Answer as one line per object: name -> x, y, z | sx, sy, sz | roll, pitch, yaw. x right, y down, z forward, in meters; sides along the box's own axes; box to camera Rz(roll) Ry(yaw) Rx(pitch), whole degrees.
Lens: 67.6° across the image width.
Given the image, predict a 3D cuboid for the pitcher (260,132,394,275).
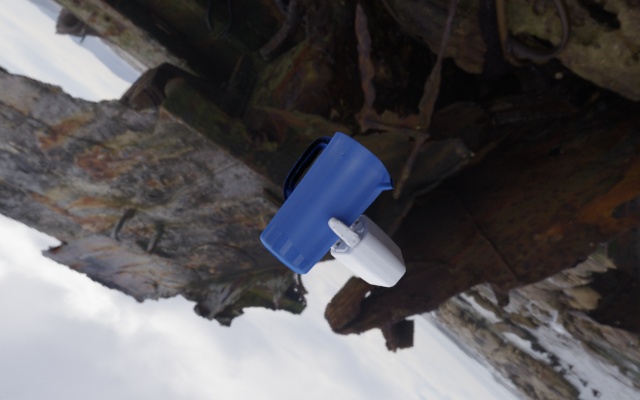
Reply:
pitcher -> 0.000, 0.003, 0.856 | 0.145, 0.243, 0.149 | 40, -2, -13
